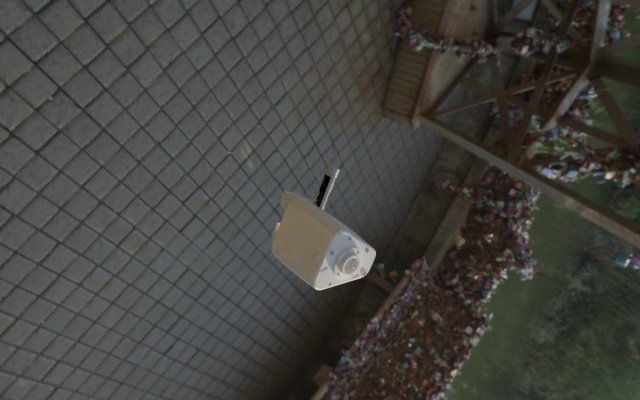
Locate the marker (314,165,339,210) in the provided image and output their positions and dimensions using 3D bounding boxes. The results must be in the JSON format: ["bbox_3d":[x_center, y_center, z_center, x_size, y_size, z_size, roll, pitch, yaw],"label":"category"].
[{"bbox_3d":[0.000,0.002,0.760,0.020,0.121,0.020,20,12,-5],"label":"marker"}]
